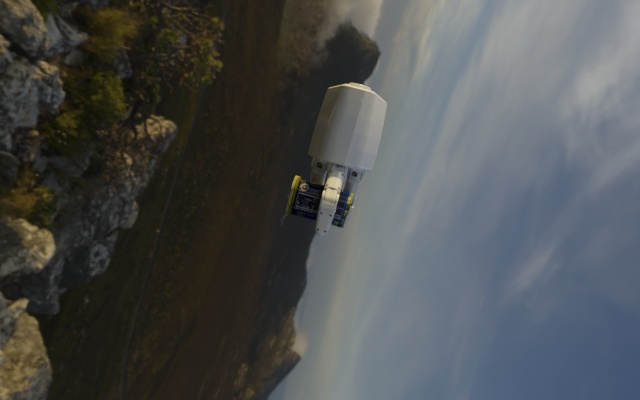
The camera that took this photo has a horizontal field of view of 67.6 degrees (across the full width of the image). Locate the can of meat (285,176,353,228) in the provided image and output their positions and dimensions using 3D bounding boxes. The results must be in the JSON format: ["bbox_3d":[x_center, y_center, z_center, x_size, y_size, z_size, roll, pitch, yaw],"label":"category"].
[{"bbox_3d":[0.000,0.002,0.691,0.084,0.057,0.102,15,2,2],"label":"can of meat"}]
